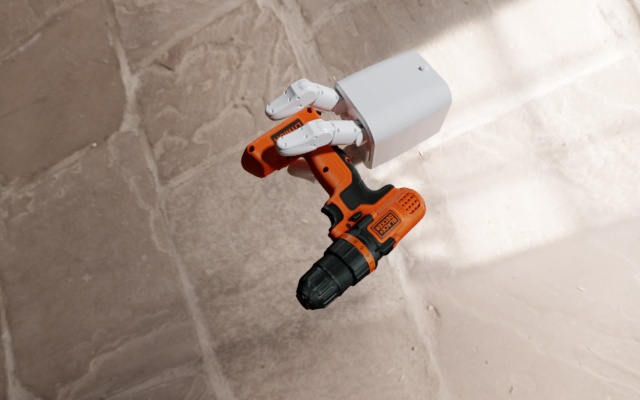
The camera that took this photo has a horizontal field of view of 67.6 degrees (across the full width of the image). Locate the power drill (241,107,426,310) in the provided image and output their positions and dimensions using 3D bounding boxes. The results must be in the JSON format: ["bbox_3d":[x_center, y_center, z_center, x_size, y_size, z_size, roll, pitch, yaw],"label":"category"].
[{"bbox_3d":[0.000,0.001,0.524,0.184,0.187,0.057,-38,-9,-27],"label":"power drill"}]
